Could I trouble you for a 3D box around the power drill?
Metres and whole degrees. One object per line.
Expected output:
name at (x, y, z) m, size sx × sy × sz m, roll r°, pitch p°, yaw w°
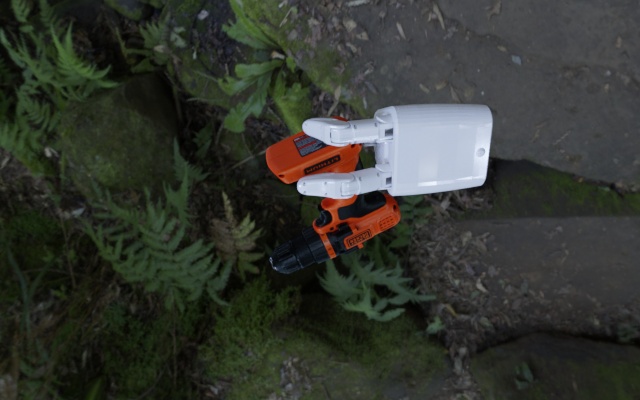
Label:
power drill at (0.000, 0.002, 0.585) m, size 0.184 × 0.057 × 0.188 m, roll -27°, pitch -43°, yaw -4°
